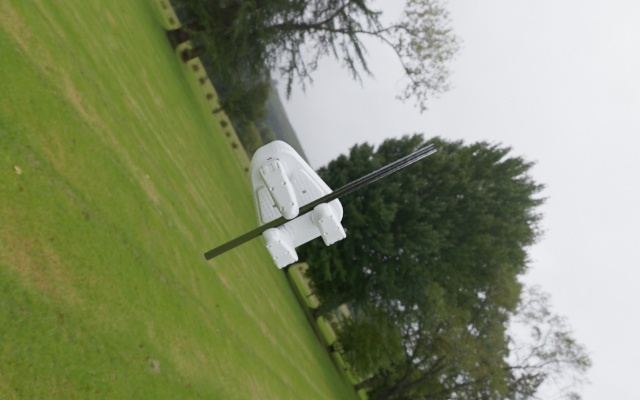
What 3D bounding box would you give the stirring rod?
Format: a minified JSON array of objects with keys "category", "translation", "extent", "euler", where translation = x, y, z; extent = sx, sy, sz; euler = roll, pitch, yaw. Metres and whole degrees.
[{"category":"stirring rod","translation":[0.000,0.001,0.453],"extent":[0.239,0.011,0.011],"euler":[-26,0,0]}]
